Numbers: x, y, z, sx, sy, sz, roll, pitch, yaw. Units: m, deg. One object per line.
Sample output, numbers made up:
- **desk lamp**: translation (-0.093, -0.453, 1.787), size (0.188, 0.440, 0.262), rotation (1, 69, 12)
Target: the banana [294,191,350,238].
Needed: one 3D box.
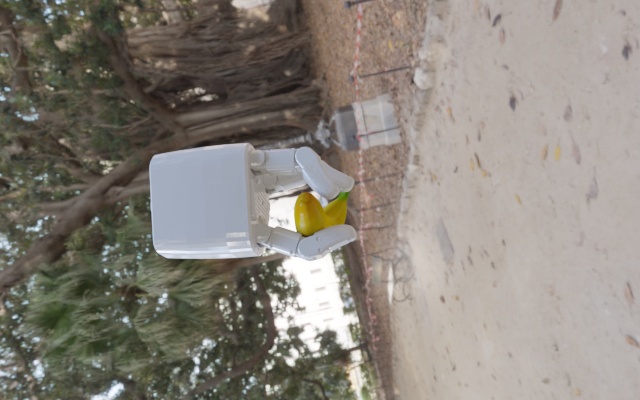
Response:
- **banana**: translation (0.000, 0.020, 0.545), size (0.037, 0.069, 0.198), rotation (4, 5, 12)
